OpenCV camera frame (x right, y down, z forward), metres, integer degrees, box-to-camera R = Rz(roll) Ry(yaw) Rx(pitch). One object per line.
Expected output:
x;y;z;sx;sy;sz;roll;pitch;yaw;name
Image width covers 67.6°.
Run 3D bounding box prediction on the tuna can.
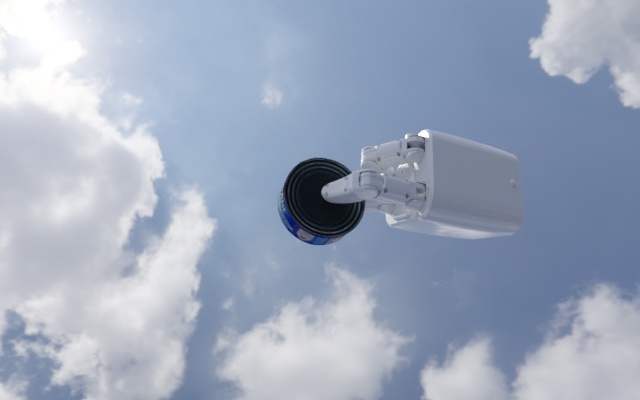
0.000;0.002;0.489;0.086;0.086;0.034;0;-21;-20;tuna can
